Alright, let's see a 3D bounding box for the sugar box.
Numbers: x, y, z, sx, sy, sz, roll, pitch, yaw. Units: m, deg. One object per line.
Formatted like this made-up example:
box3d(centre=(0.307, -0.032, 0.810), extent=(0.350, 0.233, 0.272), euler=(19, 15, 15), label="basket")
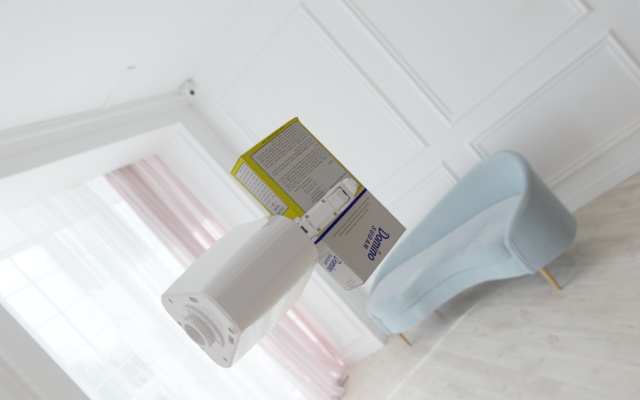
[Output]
box3d(centre=(0.000, 0.002, 0.509), extent=(0.093, 0.176, 0.048), euler=(-44, 2, -37), label="sugar box")
